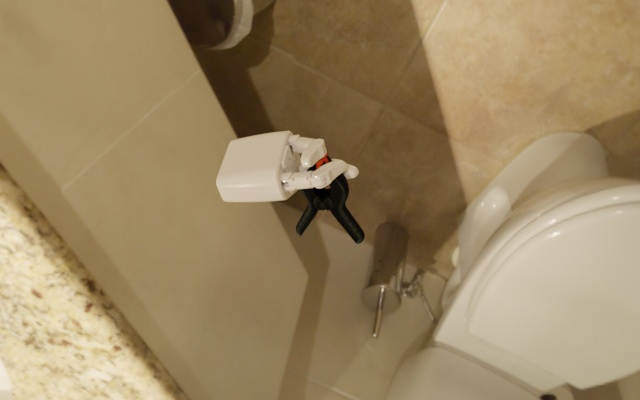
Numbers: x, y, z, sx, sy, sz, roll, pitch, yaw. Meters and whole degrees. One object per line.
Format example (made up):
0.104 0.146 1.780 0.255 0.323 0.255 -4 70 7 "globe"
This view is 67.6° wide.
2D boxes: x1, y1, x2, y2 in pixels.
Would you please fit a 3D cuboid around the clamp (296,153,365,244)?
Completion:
0.000 0.003 0.780 0.120 0.172 0.039 -5 33 18 "clamp"
